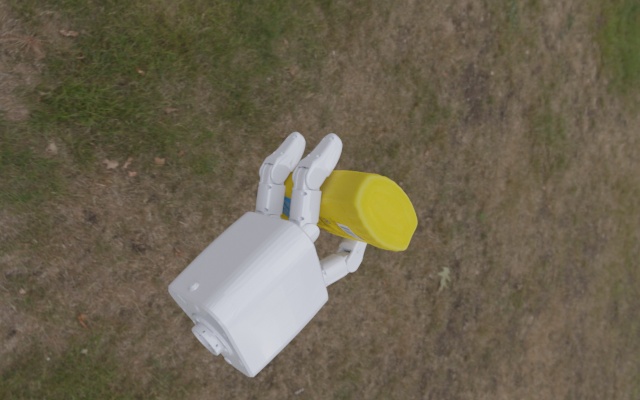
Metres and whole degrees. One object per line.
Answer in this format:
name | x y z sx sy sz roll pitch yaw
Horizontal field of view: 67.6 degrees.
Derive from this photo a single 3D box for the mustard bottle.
mustard bottle | 0.000 0.001 0.500 0.191 0.058 0.096 10 -21 47
